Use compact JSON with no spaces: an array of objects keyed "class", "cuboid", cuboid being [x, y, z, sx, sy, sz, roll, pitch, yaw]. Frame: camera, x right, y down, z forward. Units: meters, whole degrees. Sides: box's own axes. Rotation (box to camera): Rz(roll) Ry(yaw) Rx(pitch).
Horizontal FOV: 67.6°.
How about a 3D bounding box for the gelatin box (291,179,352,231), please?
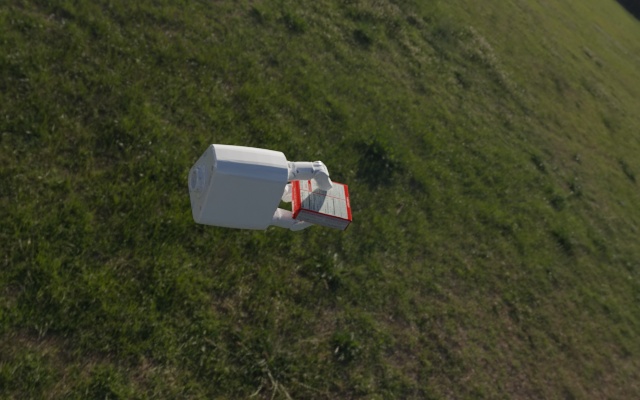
[{"class":"gelatin box","cuboid":[0.001,0.002,0.730,0.089,0.073,0.030,13,-44,-20]}]
